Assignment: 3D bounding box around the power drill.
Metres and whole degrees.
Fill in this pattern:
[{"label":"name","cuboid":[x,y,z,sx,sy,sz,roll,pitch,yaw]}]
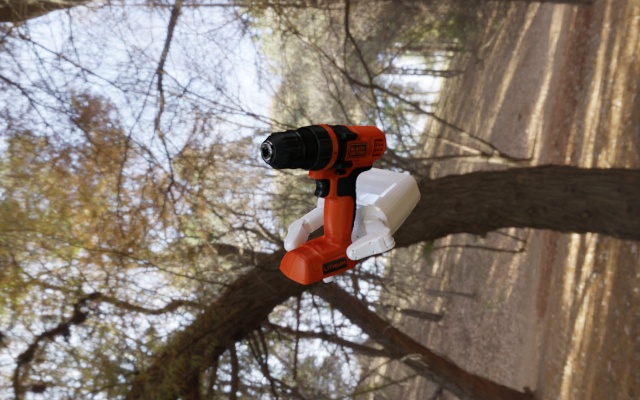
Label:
[{"label":"power drill","cuboid":[0.000,0.002,0.569,0.184,0.188,0.057,-10,27,-43]}]
